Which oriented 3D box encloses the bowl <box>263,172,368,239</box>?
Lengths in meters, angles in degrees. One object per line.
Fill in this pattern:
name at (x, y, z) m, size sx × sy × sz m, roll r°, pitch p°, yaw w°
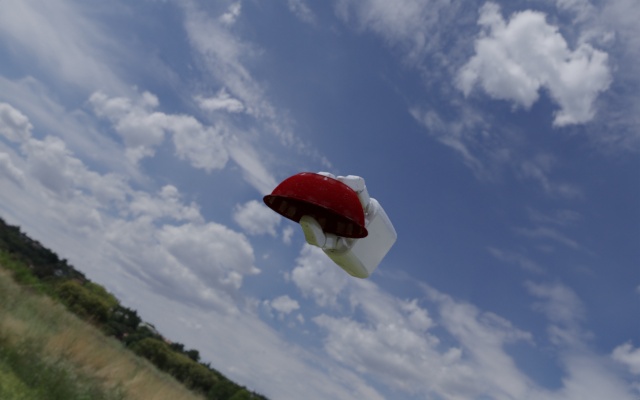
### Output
bowl at (0.000, 0.001, 0.699) m, size 0.162 × 0.055 × 0.162 m, roll 18°, pitch -14°, yaw 5°
